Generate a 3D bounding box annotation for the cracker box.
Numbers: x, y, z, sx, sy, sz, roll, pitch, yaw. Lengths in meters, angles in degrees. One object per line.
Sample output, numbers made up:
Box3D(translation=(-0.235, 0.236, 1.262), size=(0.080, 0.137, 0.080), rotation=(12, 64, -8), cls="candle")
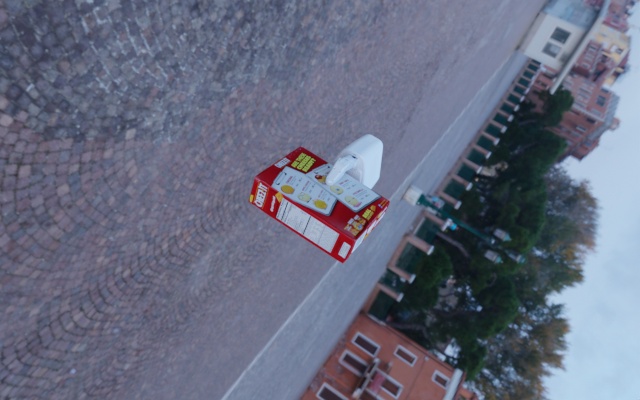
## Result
Box3D(translation=(0.000, 0.003, 0.891), size=(0.213, 0.072, 0.164), rotation=(32, 37, 13), cls="cracker box")
